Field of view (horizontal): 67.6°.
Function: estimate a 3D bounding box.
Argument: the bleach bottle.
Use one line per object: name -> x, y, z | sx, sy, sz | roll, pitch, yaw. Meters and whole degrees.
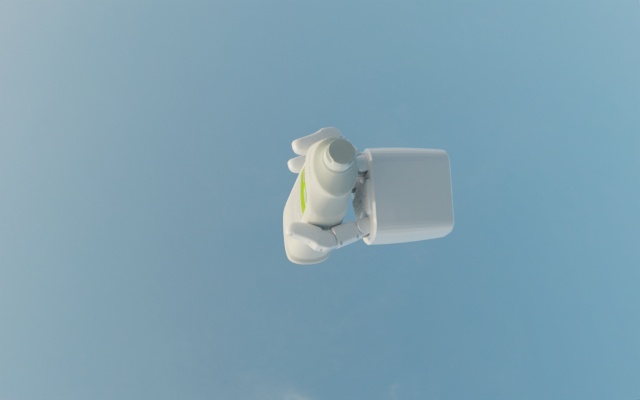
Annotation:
bleach bottle -> 0.000, 0.002, 0.594 | 0.068, 0.102, 0.251 | -3, -20, -12
